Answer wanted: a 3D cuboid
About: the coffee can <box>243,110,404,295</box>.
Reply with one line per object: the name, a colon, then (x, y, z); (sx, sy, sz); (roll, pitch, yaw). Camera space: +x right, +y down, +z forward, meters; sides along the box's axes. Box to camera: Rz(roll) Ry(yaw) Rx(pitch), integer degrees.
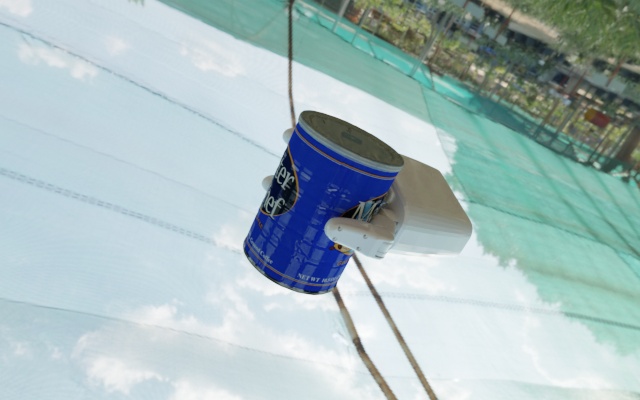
coffee can: (0.000, 0.001, 0.448); (0.103, 0.140, 0.102); (23, 21, -9)
